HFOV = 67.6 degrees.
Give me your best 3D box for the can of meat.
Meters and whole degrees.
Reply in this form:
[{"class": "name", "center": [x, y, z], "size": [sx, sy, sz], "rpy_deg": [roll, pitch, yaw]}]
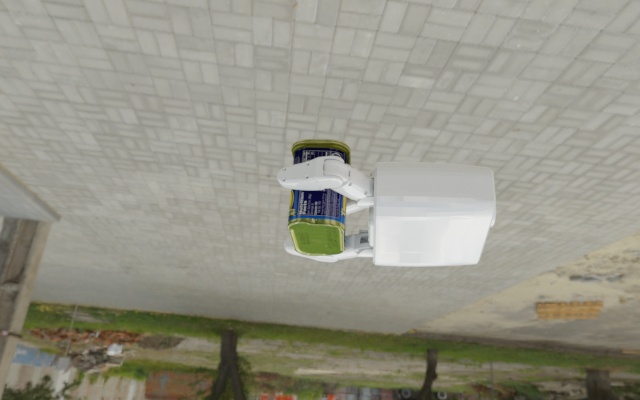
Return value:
[{"class": "can of meat", "center": [0.000, 0.002, 0.471], "size": [0.057, 0.084, 0.102], "rpy_deg": [1, -23, 5]}]
